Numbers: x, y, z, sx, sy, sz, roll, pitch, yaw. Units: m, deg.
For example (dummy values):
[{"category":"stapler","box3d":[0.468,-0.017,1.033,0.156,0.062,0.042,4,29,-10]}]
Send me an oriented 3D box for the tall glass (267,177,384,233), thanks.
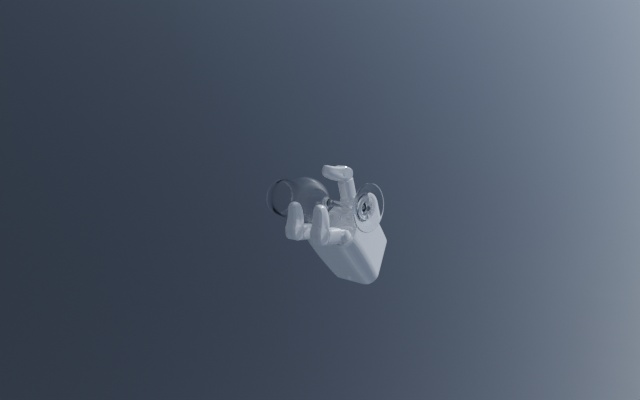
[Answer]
[{"category":"tall glass","box3d":[0.001,0.002,0.774,0.201,0.079,0.079,7,5,43]}]
